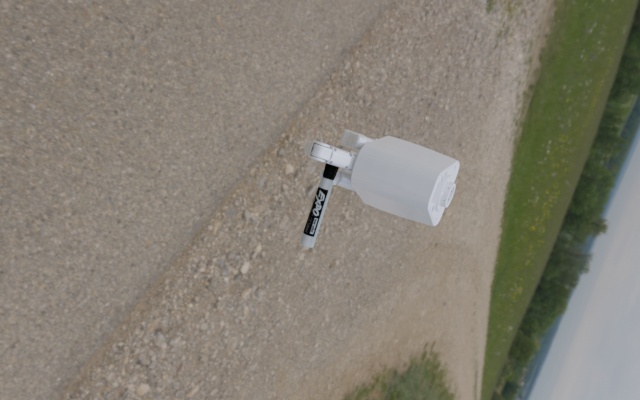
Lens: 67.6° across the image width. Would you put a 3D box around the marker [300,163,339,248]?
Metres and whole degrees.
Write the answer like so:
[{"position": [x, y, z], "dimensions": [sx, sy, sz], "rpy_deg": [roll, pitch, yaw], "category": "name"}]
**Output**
[{"position": [0.000, 0.002, 0.620], "dimensions": [0.020, 0.121, 0.020], "rpy_deg": [18, 7, -2], "category": "marker"}]
